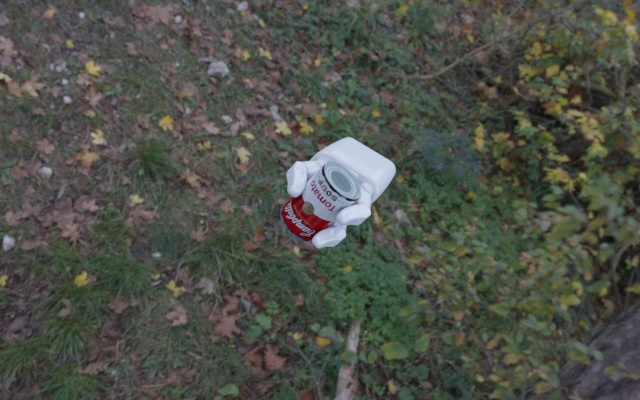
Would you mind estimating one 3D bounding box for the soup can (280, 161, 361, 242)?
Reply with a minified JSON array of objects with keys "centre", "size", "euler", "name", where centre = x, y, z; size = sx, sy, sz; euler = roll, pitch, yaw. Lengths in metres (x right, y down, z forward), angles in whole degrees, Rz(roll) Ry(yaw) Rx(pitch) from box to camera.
[{"centre":[0.000,0.002,0.666],"size":[0.068,0.068,0.102],"euler":[0,-36,-48],"name":"soup can"}]
